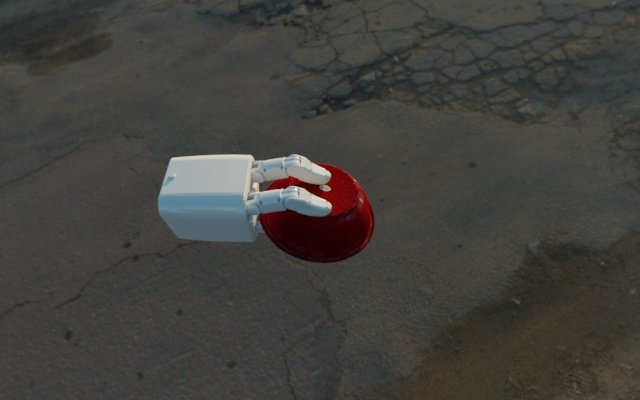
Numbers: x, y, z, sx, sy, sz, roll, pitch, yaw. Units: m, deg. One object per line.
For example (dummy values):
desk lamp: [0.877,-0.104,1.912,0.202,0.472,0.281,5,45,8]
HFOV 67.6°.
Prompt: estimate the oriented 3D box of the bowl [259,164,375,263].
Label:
bowl: [0.001,0.002,0.638,0.162,0.162,0.055,0,-41,-13]
